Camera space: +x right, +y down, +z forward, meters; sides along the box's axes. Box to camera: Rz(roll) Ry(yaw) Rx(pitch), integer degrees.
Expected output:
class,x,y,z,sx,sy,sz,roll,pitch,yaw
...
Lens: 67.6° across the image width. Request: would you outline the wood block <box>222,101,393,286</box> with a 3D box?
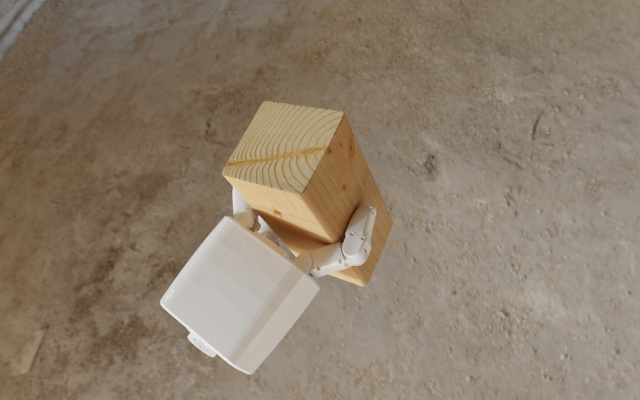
class,x,y,z,sx,sy,sz,roll,pitch,yaw
wood block,0.000,0.002,0.501,0.091,0.090,0.206,15,-24,29
